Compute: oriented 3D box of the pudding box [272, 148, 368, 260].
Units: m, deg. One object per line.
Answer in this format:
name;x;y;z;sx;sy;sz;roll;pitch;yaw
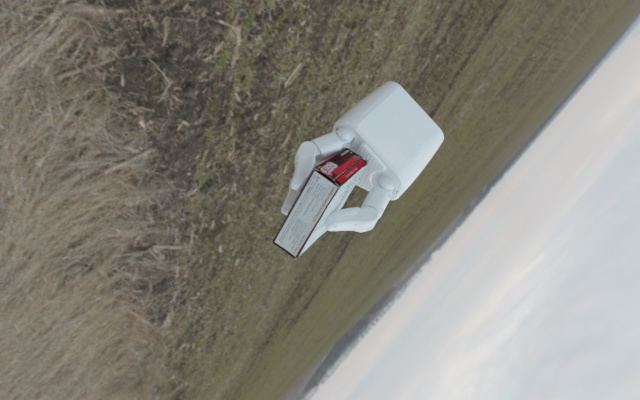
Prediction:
pudding box;0.000;0.002;0.542;0.039;0.113;0.090;35;30;11
